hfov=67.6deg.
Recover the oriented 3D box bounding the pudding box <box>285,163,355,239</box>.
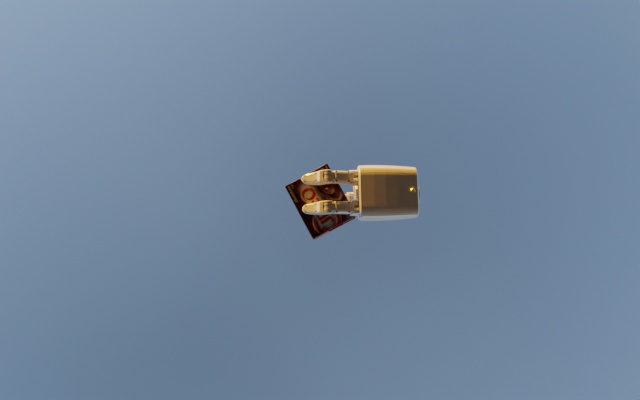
[{"bbox_3d":[0.000,0.003,0.880,0.090,0.113,0.039,-29,-9,-2],"label":"pudding box"}]
